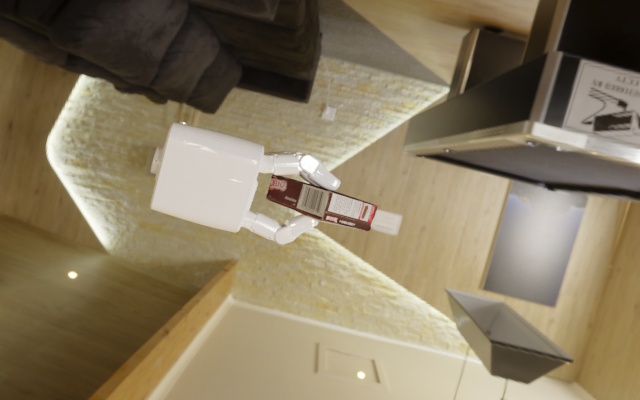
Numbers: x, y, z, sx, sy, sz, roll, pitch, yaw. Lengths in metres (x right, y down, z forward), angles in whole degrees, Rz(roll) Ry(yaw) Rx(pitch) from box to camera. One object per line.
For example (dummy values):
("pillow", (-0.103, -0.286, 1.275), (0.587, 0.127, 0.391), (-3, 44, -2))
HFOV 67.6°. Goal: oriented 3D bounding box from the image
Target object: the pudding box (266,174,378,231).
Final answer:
("pudding box", (0.000, 0.002, 0.601), (0.090, 0.039, 0.113), (15, 5, -44))
